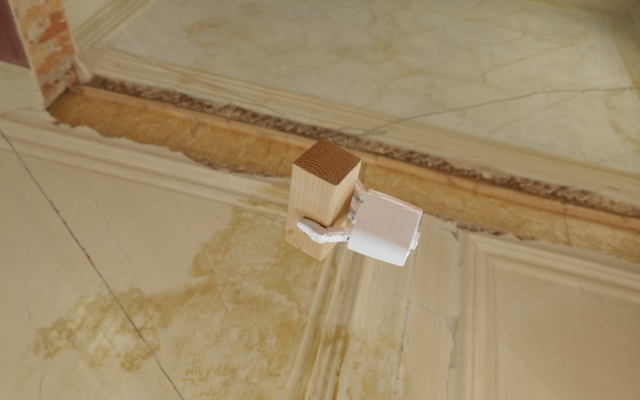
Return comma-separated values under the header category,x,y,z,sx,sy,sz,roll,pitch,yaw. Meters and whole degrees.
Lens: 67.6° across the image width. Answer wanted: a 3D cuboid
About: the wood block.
category,x,y,z,sx,sy,sz,roll,pitch,yaw
wood block,0.000,0.003,0.886,0.090,0.206,0.090,29,48,18
